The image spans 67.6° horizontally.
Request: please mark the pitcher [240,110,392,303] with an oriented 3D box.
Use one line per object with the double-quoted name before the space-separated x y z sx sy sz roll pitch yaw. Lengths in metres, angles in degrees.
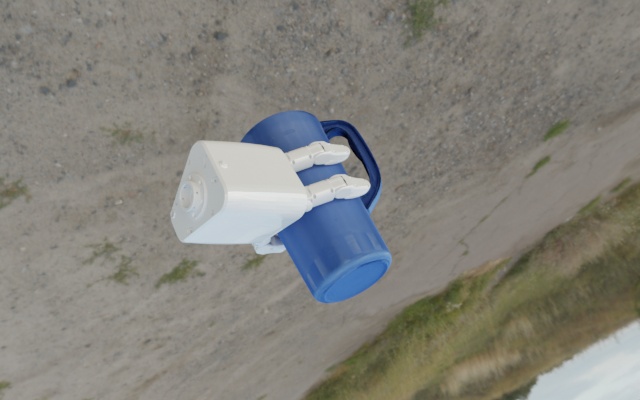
"pitcher" 0.000 0.002 0.633 0.145 0.242 0.149 2 -42 -44
